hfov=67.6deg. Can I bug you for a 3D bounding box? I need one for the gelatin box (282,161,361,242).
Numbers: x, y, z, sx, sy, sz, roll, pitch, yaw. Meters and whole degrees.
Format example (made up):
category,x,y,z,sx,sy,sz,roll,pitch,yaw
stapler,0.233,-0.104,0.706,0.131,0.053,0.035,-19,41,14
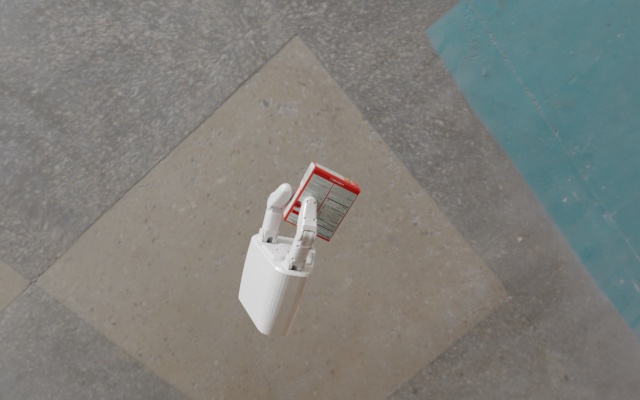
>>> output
category,x,y,z,sx,sy,sz,roll,pitch,yaw
gelatin box,0.000,0.002,0.649,0.073,0.089,0.030,26,18,-17
